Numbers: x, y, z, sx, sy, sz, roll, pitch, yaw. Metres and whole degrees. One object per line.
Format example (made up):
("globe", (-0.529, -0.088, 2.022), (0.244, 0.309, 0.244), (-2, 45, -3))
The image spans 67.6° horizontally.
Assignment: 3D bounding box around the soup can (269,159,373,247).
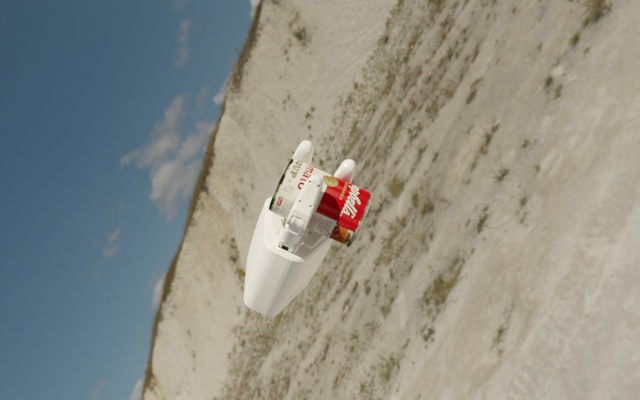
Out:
("soup can", (0.000, 0.001, 0.548), (0.102, 0.068, 0.068), (24, 0, 0))
